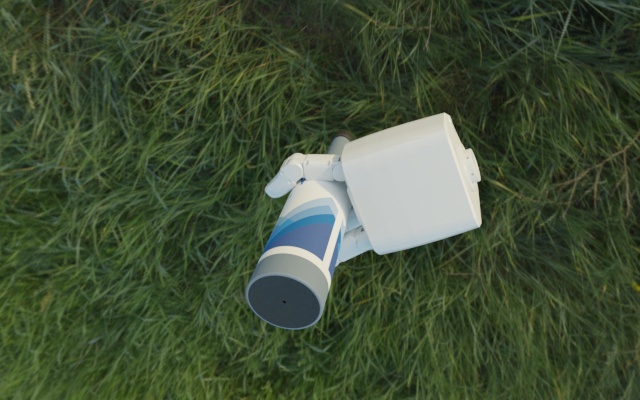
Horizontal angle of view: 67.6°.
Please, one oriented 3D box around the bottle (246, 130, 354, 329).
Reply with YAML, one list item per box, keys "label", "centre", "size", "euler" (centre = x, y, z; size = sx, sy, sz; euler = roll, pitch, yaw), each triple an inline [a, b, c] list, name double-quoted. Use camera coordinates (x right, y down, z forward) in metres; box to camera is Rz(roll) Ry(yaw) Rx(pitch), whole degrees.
- label: "bottle"
  centre: [0.000, 0.002, 0.512]
  size: [0.069, 0.069, 0.295]
  euler: [0, 34, 15]
